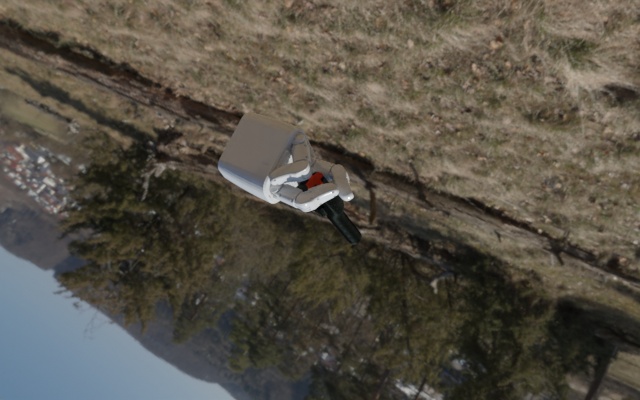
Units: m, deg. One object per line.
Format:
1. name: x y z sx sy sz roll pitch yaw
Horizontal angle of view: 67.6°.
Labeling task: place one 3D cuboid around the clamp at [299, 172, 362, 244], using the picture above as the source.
1. clamp: 0.000 0.003 0.759 0.120 0.039 0.172 25 -22 31
